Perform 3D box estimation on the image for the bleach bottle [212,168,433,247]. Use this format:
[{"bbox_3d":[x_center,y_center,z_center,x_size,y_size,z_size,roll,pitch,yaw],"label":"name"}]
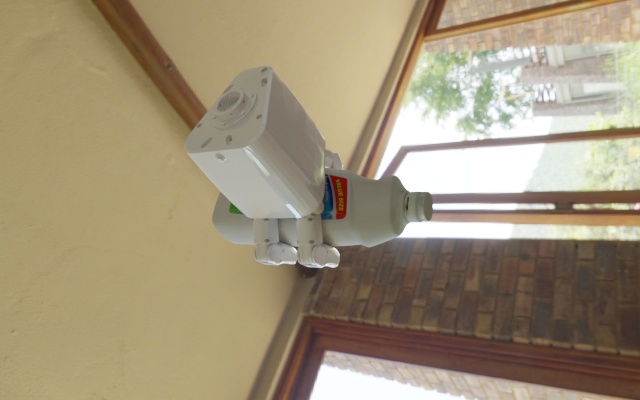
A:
[{"bbox_3d":[0.000,0.002,0.529,0.251,0.102,0.068,-2,-35,32],"label":"bleach bottle"}]
